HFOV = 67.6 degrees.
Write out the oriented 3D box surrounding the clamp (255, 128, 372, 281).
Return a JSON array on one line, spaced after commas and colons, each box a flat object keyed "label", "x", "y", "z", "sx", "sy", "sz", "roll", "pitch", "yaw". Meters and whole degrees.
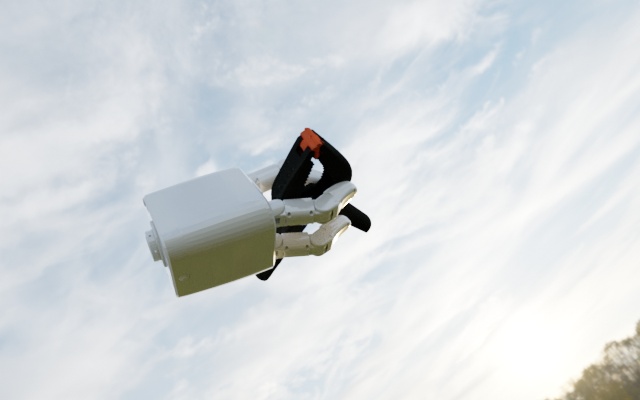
[{"label": "clamp", "x": 0.000, "y": 0.001, "z": 0.542, "sx": 0.164, "sy": 0.036, "sz": 0.210, "roll": -20, "pitch": -36, "yaw": -23}]
